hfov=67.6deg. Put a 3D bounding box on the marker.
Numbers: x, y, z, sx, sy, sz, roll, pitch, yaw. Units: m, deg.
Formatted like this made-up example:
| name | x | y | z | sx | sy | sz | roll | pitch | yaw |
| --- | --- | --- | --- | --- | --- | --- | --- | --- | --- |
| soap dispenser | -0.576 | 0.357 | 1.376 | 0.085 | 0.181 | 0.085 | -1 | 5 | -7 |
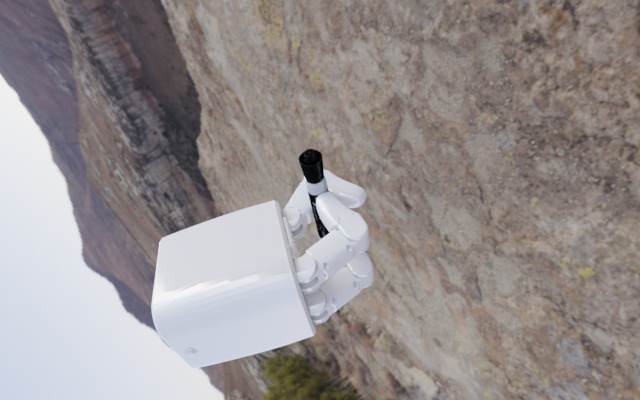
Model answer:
| name | x | y | z | sx | sy | sz | roll | pitch | yaw |
| --- | --- | --- | --- | --- | --- | --- | --- | --- | --- |
| marker | 0.000 | 0.001 | 0.414 | 0.020 | 0.020 | 0.121 | 0 | -39 | 11 |
